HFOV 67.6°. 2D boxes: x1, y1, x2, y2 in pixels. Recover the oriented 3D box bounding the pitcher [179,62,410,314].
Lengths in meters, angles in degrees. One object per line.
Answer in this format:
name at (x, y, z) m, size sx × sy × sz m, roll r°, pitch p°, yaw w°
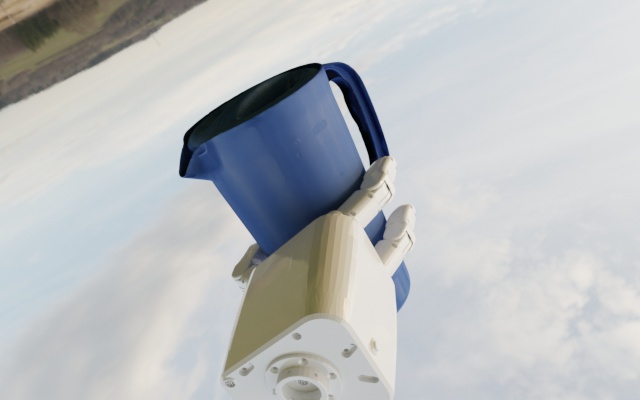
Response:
pitcher at (0.000, 0.002, 0.448) m, size 0.149 × 0.243 × 0.145 m, roll -21°, pitch 26°, yaw 17°
